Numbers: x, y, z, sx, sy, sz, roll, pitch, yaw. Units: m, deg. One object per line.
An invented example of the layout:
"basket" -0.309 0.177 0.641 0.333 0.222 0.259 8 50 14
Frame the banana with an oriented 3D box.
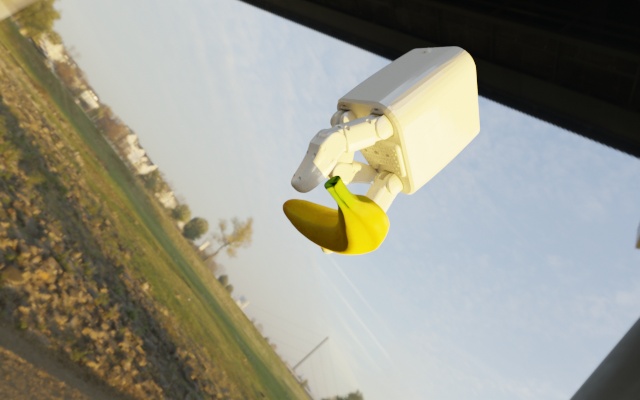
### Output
"banana" 0.012 0.016 0.399 0.037 0.069 0.198 -39 4 -15
